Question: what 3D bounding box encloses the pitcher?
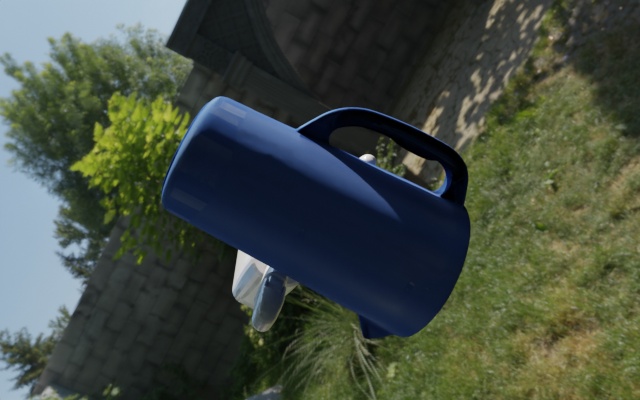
[{"bbox_3d":[0.000,0.001,0.417,0.243,0.149,0.145,27,-34,-8],"label":"pitcher"}]
